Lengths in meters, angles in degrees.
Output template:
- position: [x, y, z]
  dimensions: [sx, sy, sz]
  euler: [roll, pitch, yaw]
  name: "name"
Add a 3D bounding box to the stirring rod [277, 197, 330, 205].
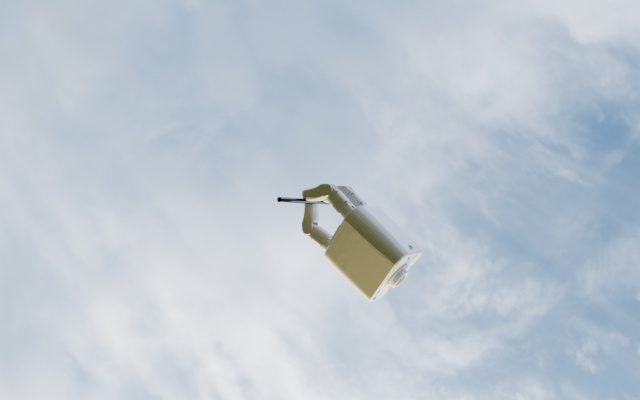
- position: [0.000, 0.003, 0.805]
  dimensions: [0.011, 0.011, 0.239]
  euler: [0, -2, 30]
  name: "stirring rod"
